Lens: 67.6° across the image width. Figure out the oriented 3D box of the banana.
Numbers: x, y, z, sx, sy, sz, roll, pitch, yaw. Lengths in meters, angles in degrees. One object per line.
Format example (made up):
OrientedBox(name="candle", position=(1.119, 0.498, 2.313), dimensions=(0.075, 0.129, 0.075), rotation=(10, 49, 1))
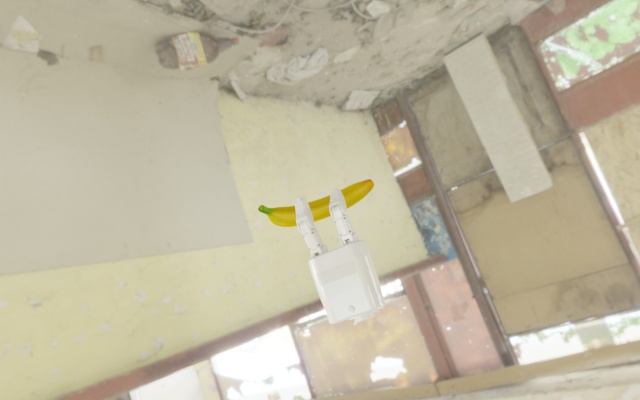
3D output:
OrientedBox(name="banana", position=(-0.003, 0.010, 0.814), dimensions=(0.198, 0.037, 0.070), rotation=(-15, -20, -6))
